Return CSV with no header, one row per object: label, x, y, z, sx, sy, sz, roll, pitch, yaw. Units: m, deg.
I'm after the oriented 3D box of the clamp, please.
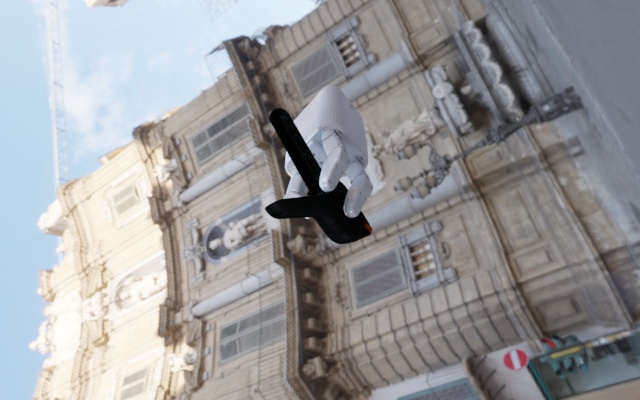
clamp,0.000,0.002,0.599,0.036,0.164,0.210,-25,-52,26
